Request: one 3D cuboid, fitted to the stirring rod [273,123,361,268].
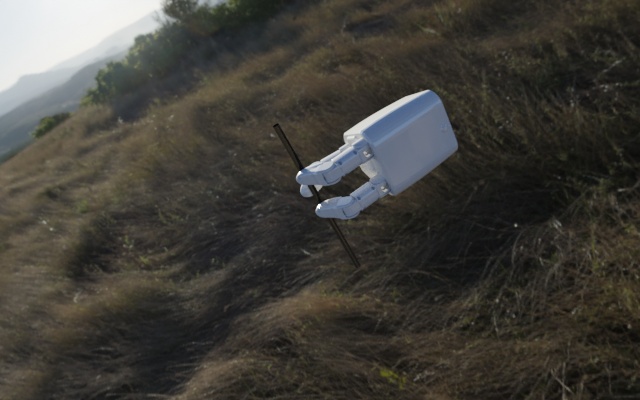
[{"bbox_3d":[0.000,0.002,0.626,0.011,0.240,0.011,-23,29,13],"label":"stirring rod"}]
